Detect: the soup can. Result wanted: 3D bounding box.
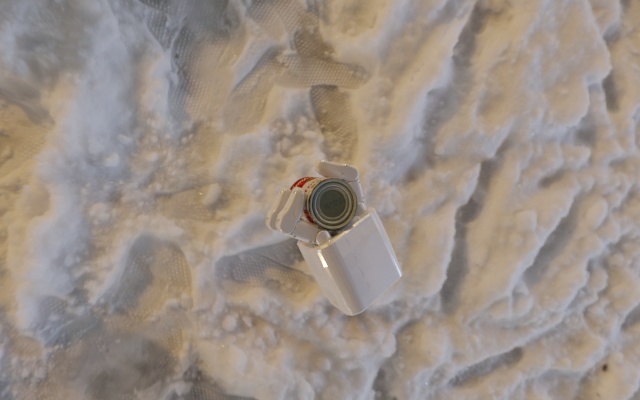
[{"bbox_3d":[0.000,0.002,0.646,0.068,0.068,0.102,0,3,-19],"label":"soup can"}]
